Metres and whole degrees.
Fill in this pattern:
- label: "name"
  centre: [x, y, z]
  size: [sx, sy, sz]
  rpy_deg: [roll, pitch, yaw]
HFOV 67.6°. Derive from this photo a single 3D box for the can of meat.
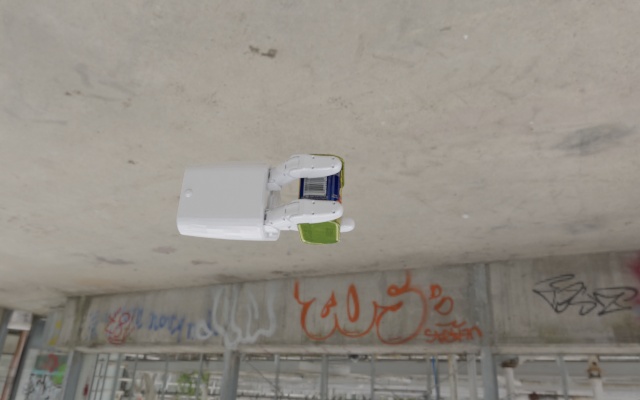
- label: "can of meat"
  centre: [0.000, 0.002, 0.596]
  size: [0.057, 0.084, 0.102]
  rpy_deg: [2, -22, 4]
